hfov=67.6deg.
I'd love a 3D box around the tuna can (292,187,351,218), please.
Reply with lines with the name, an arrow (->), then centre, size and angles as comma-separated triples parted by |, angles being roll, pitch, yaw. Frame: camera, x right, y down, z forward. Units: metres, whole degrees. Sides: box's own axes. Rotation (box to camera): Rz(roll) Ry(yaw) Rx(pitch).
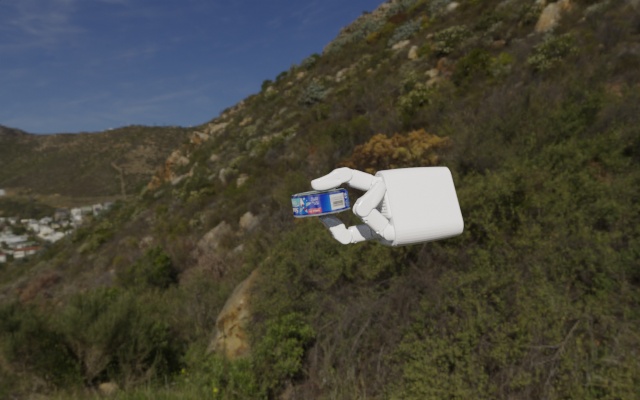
tuna can -> 0.000, 0.002, 0.713 | 0.086, 0.034, 0.086 | -8, 4, 1
